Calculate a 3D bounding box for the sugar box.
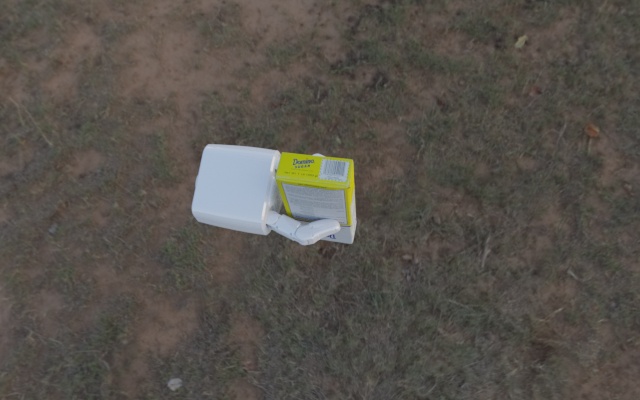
[{"bbox_3d":[0.000,0.002,0.651,0.093,0.048,0.176,8,-24,9],"label":"sugar box"}]
